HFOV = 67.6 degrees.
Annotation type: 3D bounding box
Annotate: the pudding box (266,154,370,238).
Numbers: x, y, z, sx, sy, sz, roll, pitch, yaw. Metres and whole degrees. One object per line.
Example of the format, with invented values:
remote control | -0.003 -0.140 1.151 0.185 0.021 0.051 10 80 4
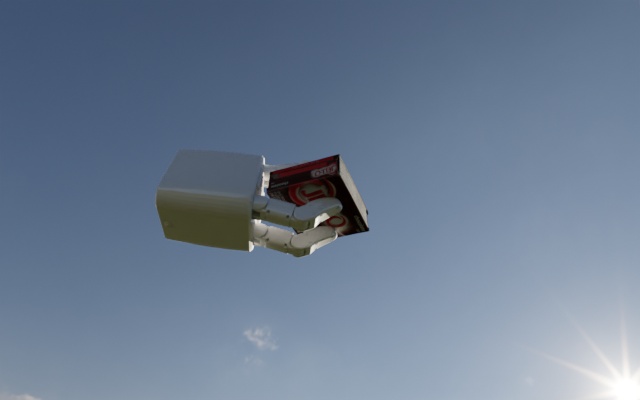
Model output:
pudding box | 0.000 0.002 0.577 0.090 0.039 0.114 -12 -40 19
